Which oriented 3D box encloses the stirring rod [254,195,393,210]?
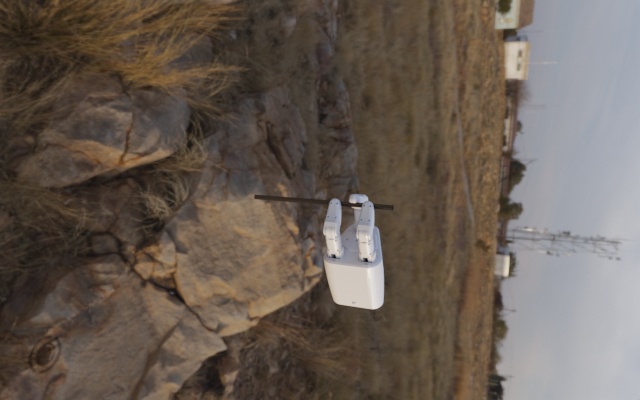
[{"bbox_3d":[0.000,0.003,0.786,0.239,0.011,0.011,4,1,19],"label":"stirring rod"}]
